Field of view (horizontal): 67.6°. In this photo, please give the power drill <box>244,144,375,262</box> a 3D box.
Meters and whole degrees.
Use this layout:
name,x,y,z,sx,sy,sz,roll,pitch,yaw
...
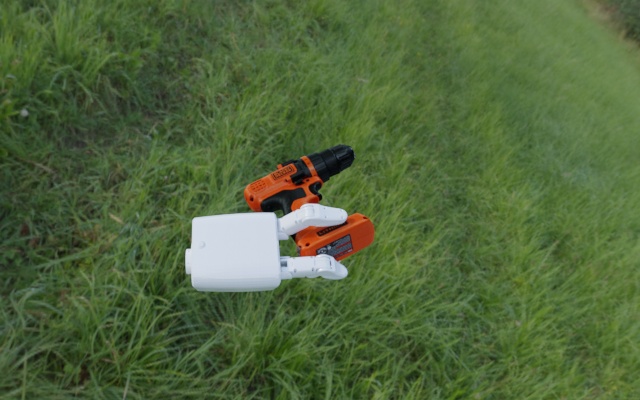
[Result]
name,x,y,z,sx,sy,sz,roll,pitch,yaw
power drill,0.000,0.003,0.689,0.184,0.057,0.187,-27,44,-10
